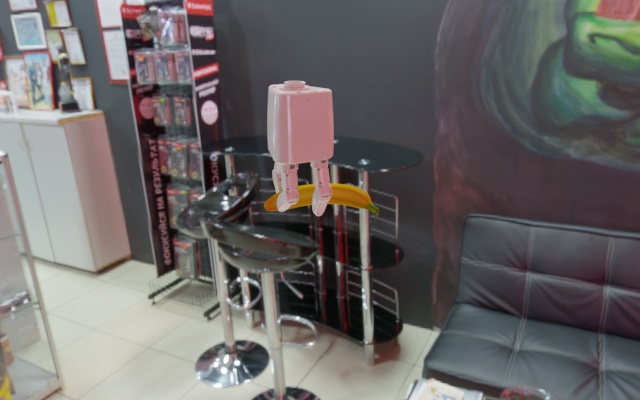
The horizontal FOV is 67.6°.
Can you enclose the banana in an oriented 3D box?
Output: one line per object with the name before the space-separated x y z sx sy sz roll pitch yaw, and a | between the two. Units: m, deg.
banana | 0.002 -0.005 0.829 0.198 0.037 0.069 1 24 -6
